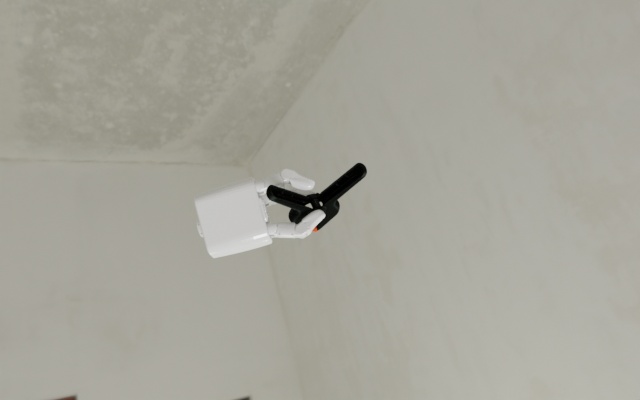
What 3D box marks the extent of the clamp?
[{"bbox_3d":[0.000,0.004,0.831,0.164,0.036,0.210,-16,-23,-3],"label":"clamp"}]
